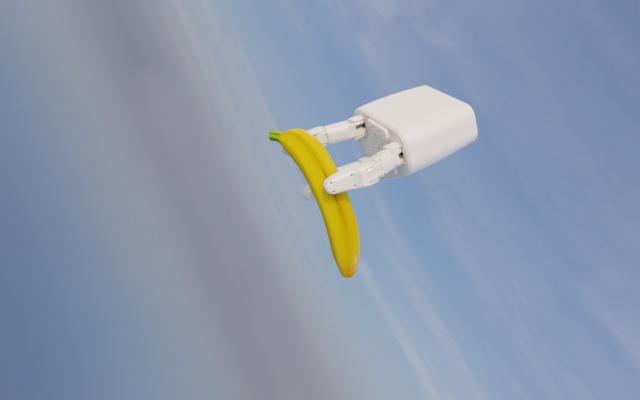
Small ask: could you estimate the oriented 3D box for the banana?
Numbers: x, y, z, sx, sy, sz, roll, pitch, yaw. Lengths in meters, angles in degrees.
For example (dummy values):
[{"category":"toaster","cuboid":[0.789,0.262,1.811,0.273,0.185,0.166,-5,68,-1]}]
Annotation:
[{"category":"banana","cuboid":[0.005,-0.005,0.546,0.037,0.198,0.070,-25,-3,-24]}]
